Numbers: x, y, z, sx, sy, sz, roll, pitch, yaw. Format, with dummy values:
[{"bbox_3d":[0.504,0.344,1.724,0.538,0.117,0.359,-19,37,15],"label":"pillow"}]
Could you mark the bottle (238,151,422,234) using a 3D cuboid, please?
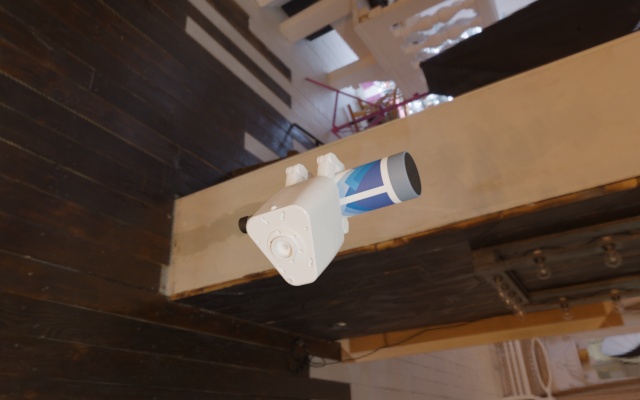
[{"bbox_3d":[0.000,0.002,0.717,0.296,0.069,0.069,-17,-8,26],"label":"bottle"}]
